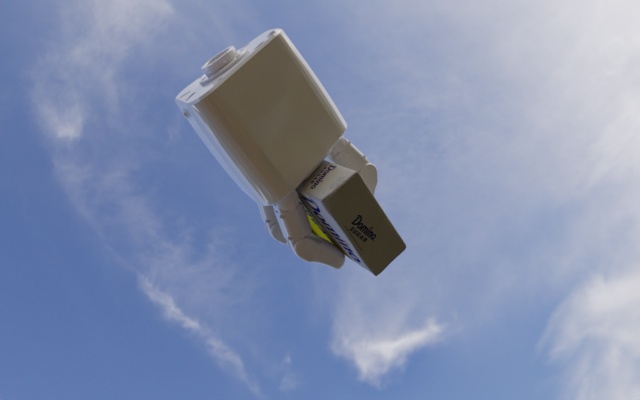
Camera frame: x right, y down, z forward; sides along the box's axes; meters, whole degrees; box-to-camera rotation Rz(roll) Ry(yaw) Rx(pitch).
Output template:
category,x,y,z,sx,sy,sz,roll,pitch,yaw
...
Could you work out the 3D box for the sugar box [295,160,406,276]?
category,x,y,z,sx,sy,sz,roll,pitch,yaw
sugar box,0.000,0.002,0.468,0.048,0.093,0.176,-41,27,-9
